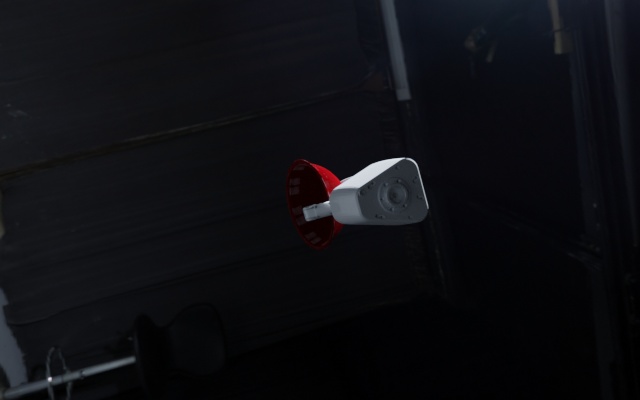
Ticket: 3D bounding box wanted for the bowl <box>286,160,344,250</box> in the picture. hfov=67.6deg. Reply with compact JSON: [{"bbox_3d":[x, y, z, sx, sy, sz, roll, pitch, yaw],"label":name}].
[{"bbox_3d":[0.000,0.002,0.841,0.055,0.162,0.162,-16,8,-29],"label":"bowl"}]
